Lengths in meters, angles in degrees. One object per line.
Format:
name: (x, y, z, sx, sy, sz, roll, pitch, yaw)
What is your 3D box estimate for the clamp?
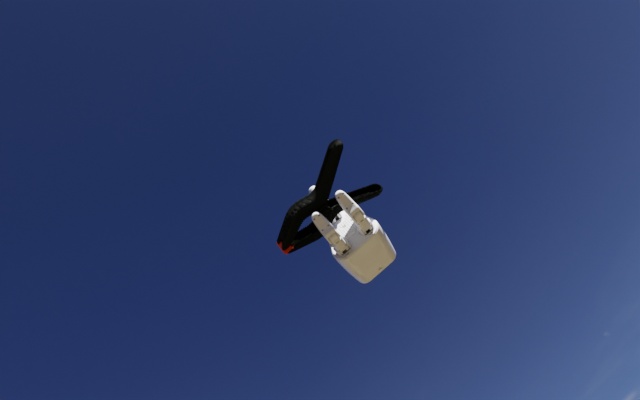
clamp: (-0.001, 0.003, 0.815, 0.036, 0.210, 0.165, 46, -3, 45)
